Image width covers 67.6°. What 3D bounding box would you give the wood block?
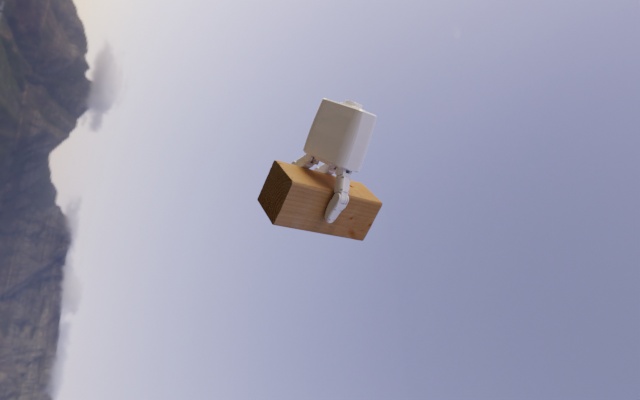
[{"bbox_3d":[0.001,0.003,0.898,0.206,0.090,0.090,13,23,-34],"label":"wood block"}]
